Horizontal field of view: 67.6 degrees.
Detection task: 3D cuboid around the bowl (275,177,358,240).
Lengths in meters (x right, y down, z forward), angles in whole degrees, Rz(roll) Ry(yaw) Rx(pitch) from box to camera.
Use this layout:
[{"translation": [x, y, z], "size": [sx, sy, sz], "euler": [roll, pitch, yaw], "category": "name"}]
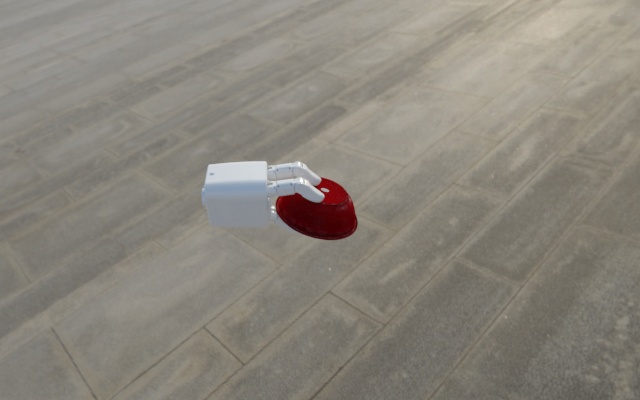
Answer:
[{"translation": [0.001, 0.003, 0.890], "size": [0.162, 0.055, 0.162], "euler": [13, 31, -8], "category": "bowl"}]
